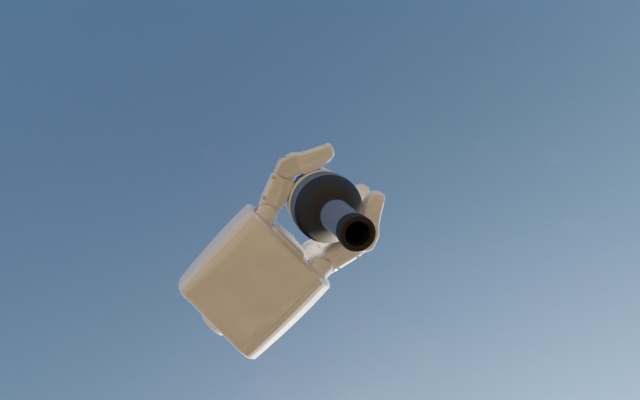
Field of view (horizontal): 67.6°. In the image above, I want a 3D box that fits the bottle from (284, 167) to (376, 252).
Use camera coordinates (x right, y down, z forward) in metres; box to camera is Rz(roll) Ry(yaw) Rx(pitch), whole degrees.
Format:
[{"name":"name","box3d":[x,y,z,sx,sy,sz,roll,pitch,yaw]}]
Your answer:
[{"name":"bottle","box3d":[0.000,0.001,0.485,0.069,0.069,0.295,0,9,-11]}]
